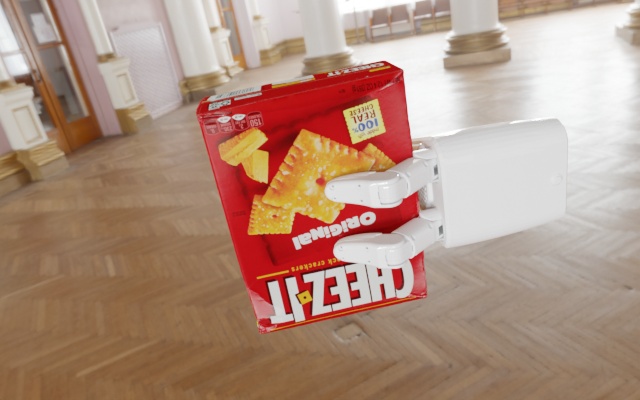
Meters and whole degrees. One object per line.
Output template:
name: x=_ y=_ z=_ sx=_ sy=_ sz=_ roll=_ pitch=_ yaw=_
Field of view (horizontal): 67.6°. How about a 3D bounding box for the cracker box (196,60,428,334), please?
cracker box: x=0.000 y=0.001 z=0.424 sx=0.164 sy=0.214 sz=0.072 roll=-12 pitch=23 yaw=-2
